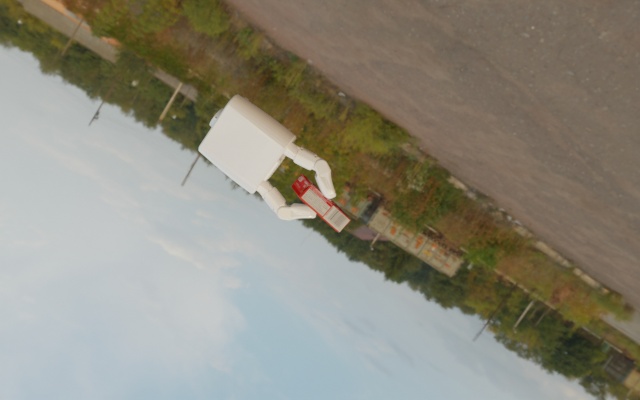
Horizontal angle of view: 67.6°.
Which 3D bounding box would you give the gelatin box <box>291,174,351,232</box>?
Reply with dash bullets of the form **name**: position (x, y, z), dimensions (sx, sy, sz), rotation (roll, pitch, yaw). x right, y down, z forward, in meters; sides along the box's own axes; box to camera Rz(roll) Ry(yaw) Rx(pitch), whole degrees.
- **gelatin box**: position (0.000, 0.003, 0.744), dimensions (0.089, 0.030, 0.073), rotation (42, 3, -19)
